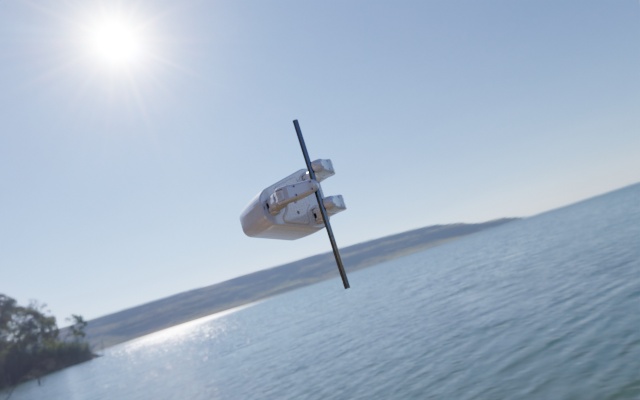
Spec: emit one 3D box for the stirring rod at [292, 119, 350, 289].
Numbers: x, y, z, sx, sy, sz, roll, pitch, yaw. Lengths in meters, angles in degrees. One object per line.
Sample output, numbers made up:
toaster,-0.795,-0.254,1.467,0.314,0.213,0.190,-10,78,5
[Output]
stirring rod,0.000,0.002,0.645,0.011,0.239,0.011,-17,-9,-3
